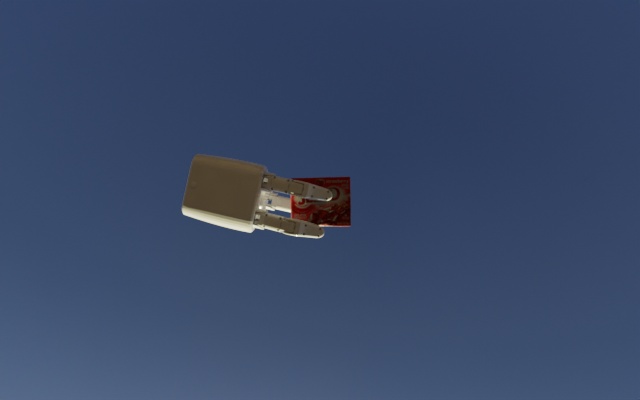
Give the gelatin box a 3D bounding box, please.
[{"bbox_3d":[0.000,0.002,0.708,0.089,0.073,0.030,-1,-1,-2],"label":"gelatin box"}]
